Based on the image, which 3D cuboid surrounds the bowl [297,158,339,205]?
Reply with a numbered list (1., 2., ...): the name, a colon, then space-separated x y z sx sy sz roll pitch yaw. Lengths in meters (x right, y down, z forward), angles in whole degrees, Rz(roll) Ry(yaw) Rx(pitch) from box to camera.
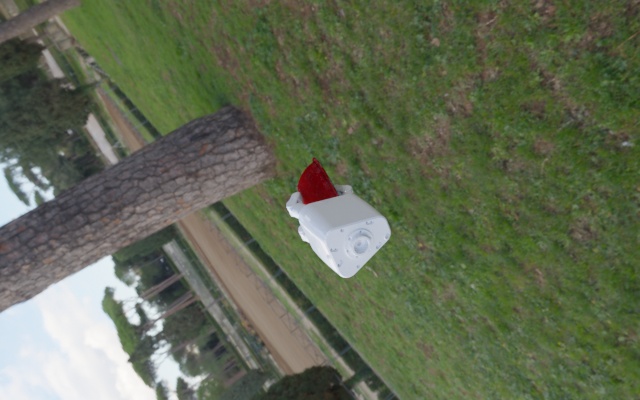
1. bowl: 0.000 0.003 0.896 0.055 0.162 0.162 -27 2 -4
